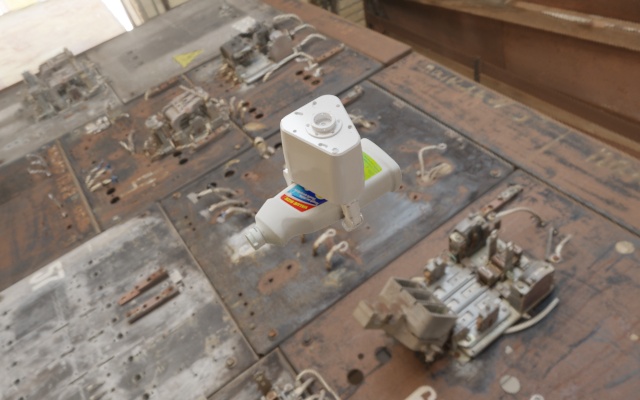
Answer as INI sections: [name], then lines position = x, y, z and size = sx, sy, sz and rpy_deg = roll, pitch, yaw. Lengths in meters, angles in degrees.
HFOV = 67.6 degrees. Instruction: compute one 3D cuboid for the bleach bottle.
[bleach bottle]
position = 0.000, 0.002, 0.746
size = 0.251, 0.102, 0.068
rpy_deg = -33, -33, -17
